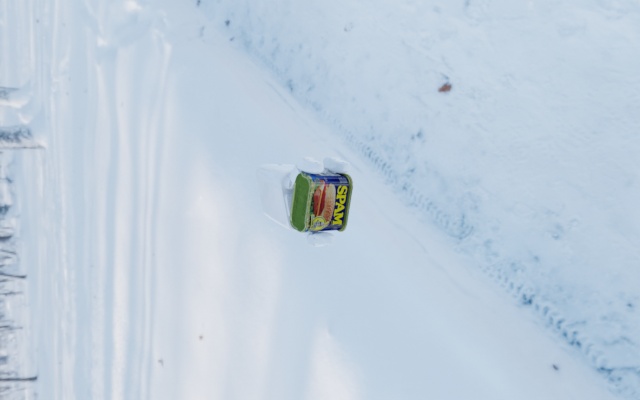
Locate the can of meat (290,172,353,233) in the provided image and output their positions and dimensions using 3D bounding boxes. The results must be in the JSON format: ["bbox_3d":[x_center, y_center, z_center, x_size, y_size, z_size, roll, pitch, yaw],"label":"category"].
[{"bbox_3d":[0.000,0.003,0.798,0.084,0.102,0.057,-1,17,-34],"label":"can of meat"}]
